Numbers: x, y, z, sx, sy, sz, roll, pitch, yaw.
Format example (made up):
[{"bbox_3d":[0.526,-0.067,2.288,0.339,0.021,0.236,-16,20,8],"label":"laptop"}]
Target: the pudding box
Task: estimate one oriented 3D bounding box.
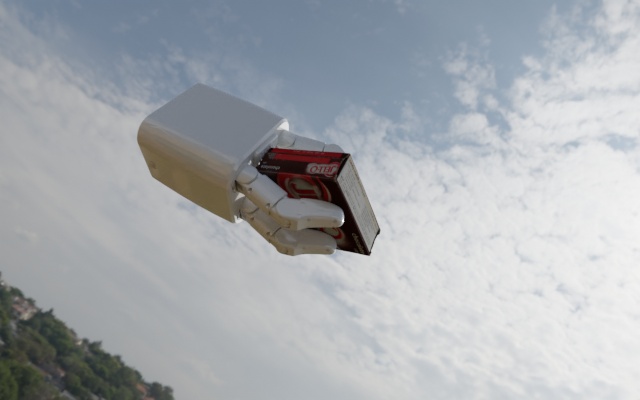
[{"bbox_3d":[0.000,0.001,0.462,0.090,0.039,0.114,9,-35,33],"label":"pudding box"}]
